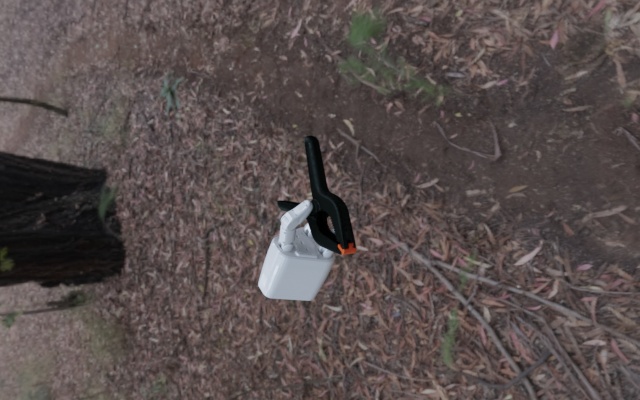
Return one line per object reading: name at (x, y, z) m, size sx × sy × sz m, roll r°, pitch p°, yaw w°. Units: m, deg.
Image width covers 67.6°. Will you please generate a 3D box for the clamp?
clamp at (0.000, 0.003, 0.804) m, size 0.036 × 0.165 × 0.210 m, roll -5°, pitch 39°, yaw -36°
